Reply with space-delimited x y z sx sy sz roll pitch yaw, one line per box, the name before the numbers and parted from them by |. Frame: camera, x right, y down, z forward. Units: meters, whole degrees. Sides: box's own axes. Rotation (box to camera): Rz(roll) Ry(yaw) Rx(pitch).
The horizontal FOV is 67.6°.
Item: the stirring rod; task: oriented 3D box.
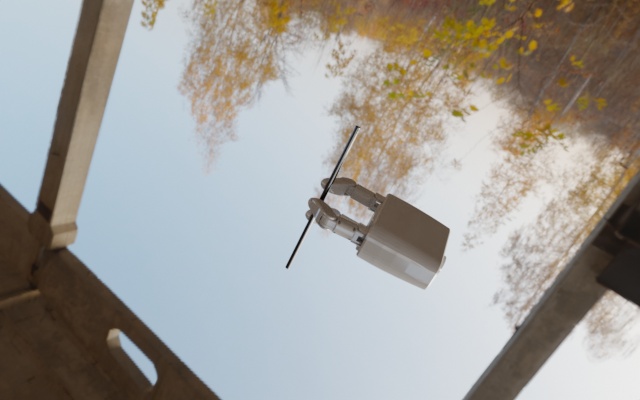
stirring rod | 0.000 0.002 0.677 0.011 0.240 0.011 22 23 -10
